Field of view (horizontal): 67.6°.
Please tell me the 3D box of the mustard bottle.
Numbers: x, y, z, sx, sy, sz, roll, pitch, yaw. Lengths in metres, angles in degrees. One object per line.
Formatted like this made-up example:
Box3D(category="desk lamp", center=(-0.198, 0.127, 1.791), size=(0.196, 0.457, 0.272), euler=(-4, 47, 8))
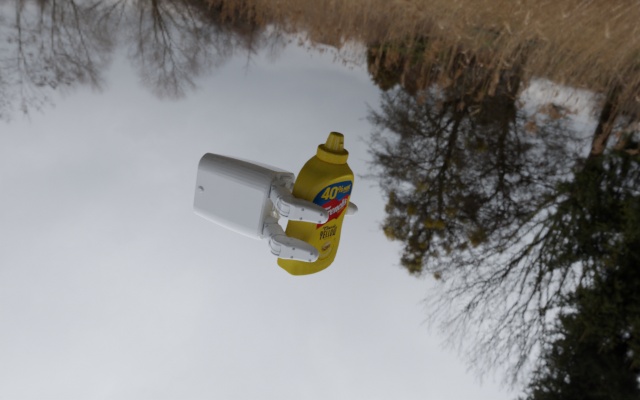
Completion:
Box3D(category="mustard bottle", center=(0.000, 0.002, 0.632), size=(0.058, 0.192, 0.096), euler=(30, 28, 35))
